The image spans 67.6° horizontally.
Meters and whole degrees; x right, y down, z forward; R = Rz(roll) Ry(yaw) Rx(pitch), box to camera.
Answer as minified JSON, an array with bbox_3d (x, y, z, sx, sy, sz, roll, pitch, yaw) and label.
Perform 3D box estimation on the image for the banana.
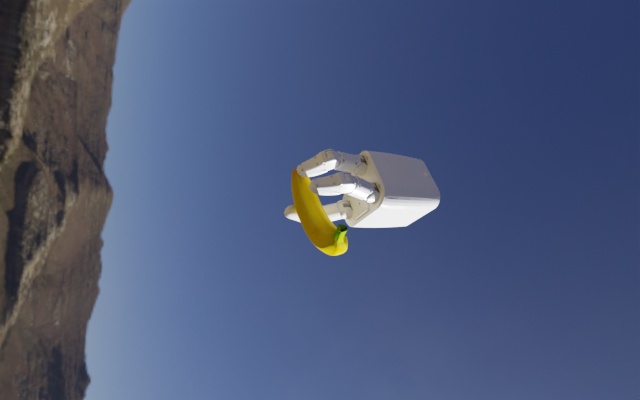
[{"bbox_3d":[-0.002,0.020,0.644,0.037,0.070,0.197,1,24,-23],"label":"banana"}]
